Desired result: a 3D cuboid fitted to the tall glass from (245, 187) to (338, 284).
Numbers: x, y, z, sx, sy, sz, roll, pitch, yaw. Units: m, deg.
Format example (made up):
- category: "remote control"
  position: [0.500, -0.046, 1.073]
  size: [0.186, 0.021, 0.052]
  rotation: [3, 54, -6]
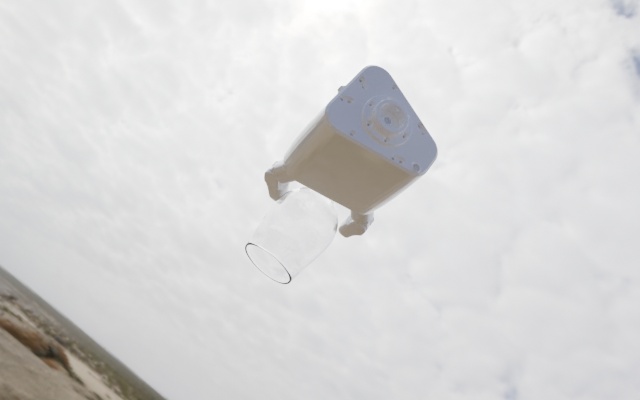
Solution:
- category: "tall glass"
  position: [0.000, 0.001, 0.554]
  size: [0.079, 0.079, 0.201]
  rotation: [0, 42, 50]
